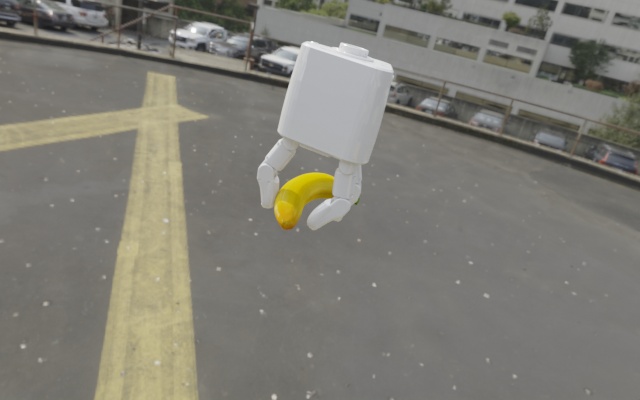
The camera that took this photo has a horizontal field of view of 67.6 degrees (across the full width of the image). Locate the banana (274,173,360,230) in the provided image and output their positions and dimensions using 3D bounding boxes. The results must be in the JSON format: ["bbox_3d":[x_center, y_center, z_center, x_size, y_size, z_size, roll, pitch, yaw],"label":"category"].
[{"bbox_3d":[-0.013,-0.007,0.630,0.069,0.037,0.198,29,23,22],"label":"banana"}]
